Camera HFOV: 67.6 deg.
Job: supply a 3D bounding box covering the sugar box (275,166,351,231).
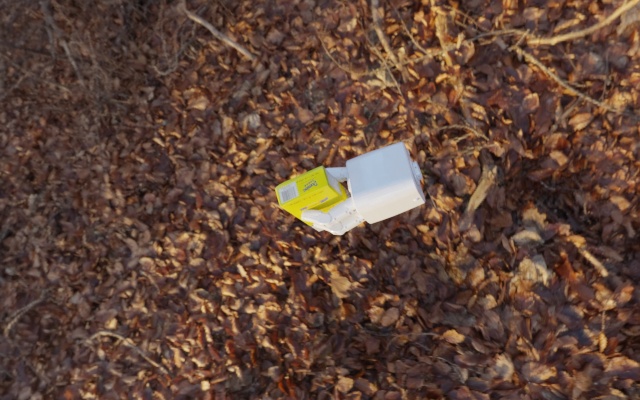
[{"bbox_3d":[0.000,0.003,0.858,0.093,0.048,0.176,-23,-27,15],"label":"sugar box"}]
